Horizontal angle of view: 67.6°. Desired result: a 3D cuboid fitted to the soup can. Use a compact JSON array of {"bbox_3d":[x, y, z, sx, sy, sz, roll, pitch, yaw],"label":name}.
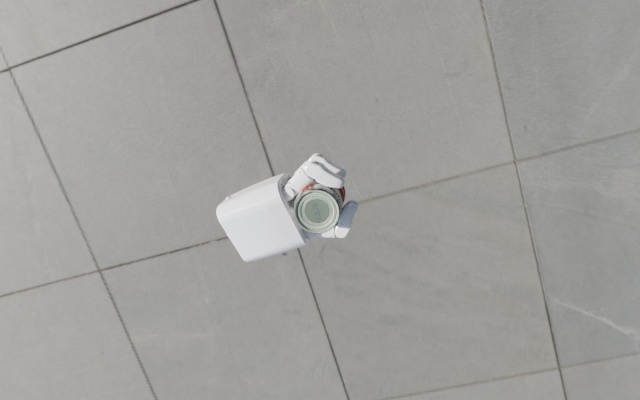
[{"bbox_3d":[0.001,0.002,0.712,0.068,0.068,0.102,0,15,7],"label":"soup can"}]
